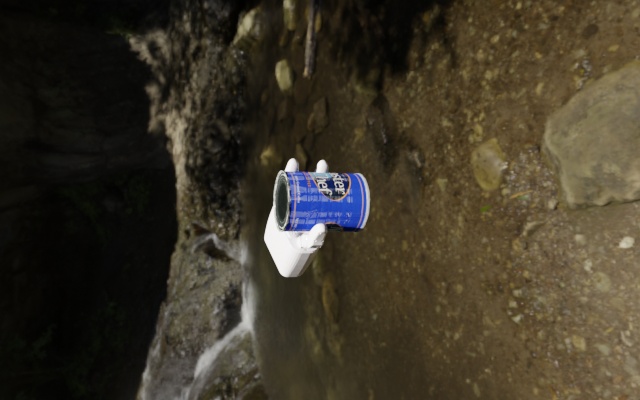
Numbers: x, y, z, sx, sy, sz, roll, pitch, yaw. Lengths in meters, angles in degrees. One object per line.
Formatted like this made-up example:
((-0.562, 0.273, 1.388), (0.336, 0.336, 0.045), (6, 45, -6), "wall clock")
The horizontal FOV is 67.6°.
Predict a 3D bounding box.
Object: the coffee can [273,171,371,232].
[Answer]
((0.000, 0.003, 0.809), (0.140, 0.103, 0.103), (1, 0, -19), "coffee can")
